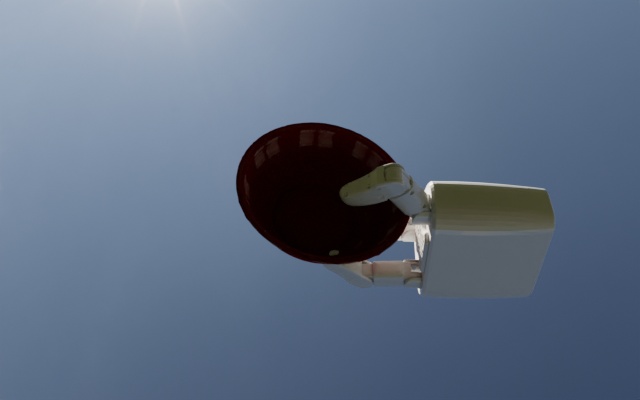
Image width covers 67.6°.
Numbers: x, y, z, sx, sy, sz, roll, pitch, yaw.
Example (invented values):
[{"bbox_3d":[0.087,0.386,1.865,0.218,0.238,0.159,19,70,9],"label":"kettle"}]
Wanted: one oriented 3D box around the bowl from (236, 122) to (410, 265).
[{"bbox_3d":[-0.001,0.001,0.452,0.162,0.162,0.055,0,-36,-14],"label":"bowl"}]
